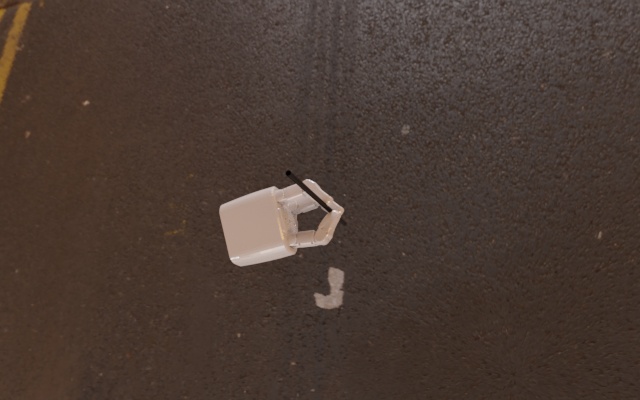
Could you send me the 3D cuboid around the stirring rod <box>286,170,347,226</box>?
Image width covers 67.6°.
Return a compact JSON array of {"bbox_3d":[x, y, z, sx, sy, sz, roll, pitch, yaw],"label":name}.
[{"bbox_3d":[0.000,0.003,0.738,0.011,0.011,0.240,0,-19,22],"label":"stirring rod"}]
